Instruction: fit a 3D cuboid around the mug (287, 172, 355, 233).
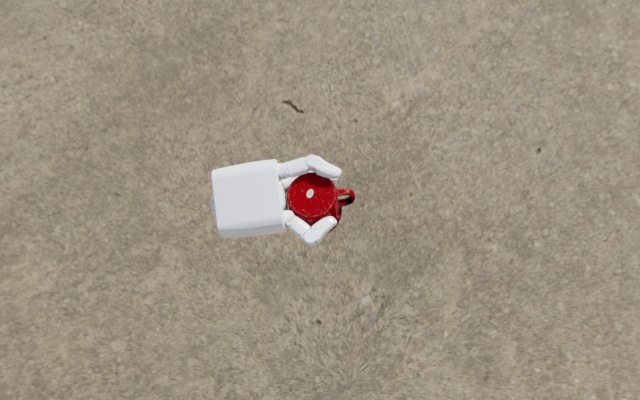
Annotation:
[{"bbox_3d":[0.002,0.002,0.794,0.117,0.093,0.081,-9,-21,0],"label":"mug"}]
